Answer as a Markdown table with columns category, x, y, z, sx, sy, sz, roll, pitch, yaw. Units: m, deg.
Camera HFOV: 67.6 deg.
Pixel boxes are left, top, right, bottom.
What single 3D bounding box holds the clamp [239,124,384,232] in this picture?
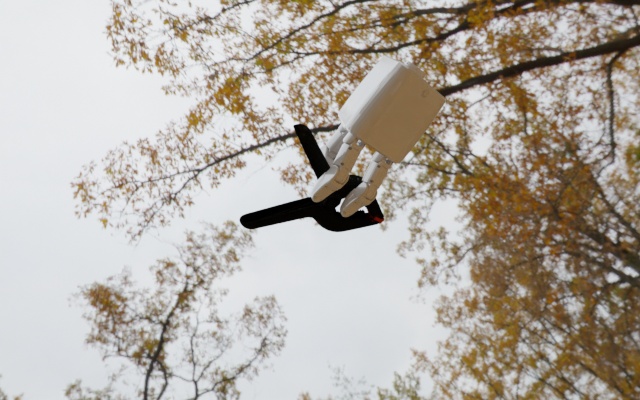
| category | x | y | z | sx | sy | sz | roll | pitch | yaw |
| --- | --- | --- | --- | --- | --- | --- | --- | --- | --- |
| clamp | 0.000 | 0.002 | 0.677 | 0.210 | 0.164 | 0.036 | 27 | 21 | -35 |
